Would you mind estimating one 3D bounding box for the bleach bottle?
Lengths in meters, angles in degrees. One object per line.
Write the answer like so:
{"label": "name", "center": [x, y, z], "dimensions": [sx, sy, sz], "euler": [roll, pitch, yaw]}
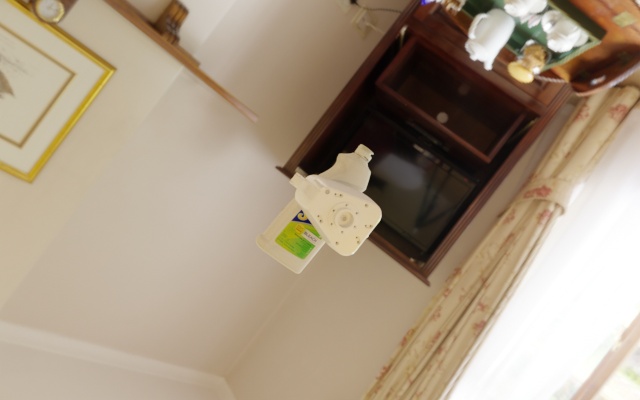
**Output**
{"label": "bleach bottle", "center": [0.000, 0.003, 0.849], "dimensions": [0.102, 0.251, 0.068], "euler": [37, 1, -16]}
